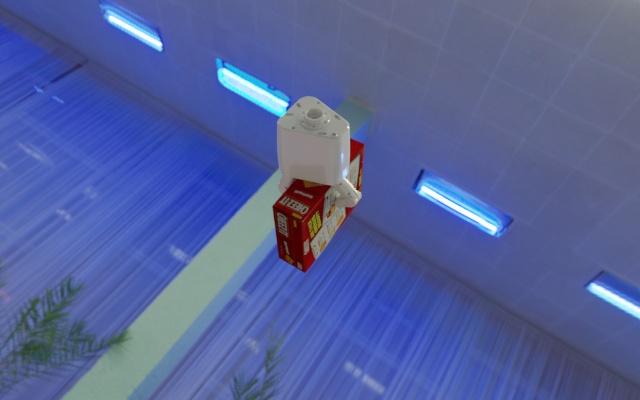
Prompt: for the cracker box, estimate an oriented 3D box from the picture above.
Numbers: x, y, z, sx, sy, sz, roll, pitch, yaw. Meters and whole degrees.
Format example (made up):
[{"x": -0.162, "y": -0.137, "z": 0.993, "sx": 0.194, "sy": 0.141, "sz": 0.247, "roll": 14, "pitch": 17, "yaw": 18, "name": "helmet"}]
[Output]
[{"x": 0.000, "y": 0.003, "z": 0.894, "sx": 0.072, "sy": 0.213, "sz": 0.164, "roll": 26, "pitch": -35, "yaw": 21, "name": "cracker box"}]
